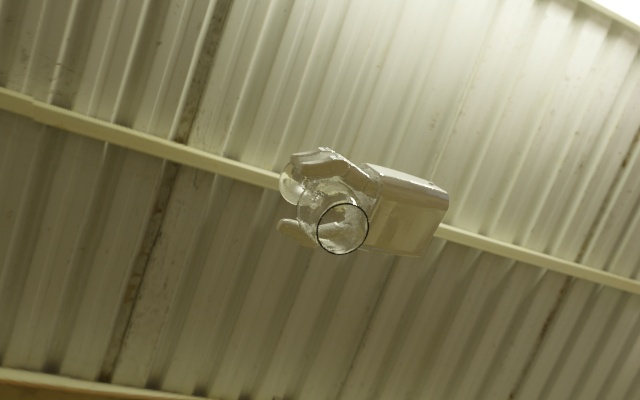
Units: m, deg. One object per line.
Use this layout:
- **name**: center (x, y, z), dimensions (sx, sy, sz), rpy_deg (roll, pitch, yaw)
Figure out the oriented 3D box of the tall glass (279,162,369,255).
- **tall glass**: center (0.000, 0.002, 0.617), dimensions (0.079, 0.079, 0.201), rpy_deg (0, 18, -15)
